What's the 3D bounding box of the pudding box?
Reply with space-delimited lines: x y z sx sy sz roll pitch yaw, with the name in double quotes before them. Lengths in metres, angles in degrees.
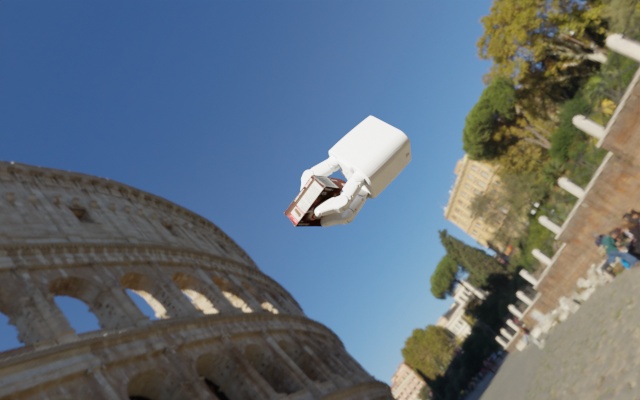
"pudding box" 0.000 0.003 0.843 0.039 0.090 0.113 45 19 27
